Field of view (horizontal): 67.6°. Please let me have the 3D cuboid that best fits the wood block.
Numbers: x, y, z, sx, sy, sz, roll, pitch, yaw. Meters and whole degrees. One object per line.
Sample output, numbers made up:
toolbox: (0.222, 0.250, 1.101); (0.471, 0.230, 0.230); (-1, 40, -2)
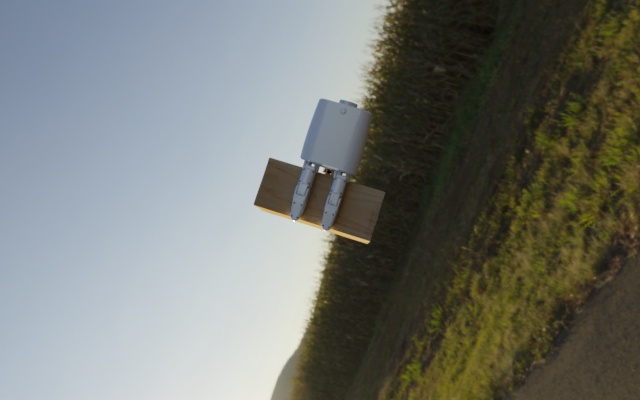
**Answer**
wood block: (0.000, 0.002, 0.844); (0.206, 0.090, 0.091); (17, -6, 5)
